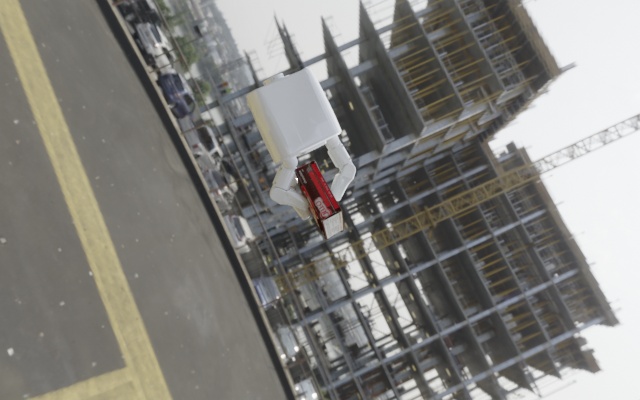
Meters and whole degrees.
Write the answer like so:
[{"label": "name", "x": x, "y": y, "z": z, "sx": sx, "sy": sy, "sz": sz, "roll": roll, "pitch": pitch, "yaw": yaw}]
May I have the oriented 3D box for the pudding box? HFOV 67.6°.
[{"label": "pudding box", "x": 0.000, "y": 0.002, "z": 0.725, "sx": 0.039, "sy": 0.090, "sz": 0.113, "roll": -26, "pitch": -19, "yaw": -2}]
